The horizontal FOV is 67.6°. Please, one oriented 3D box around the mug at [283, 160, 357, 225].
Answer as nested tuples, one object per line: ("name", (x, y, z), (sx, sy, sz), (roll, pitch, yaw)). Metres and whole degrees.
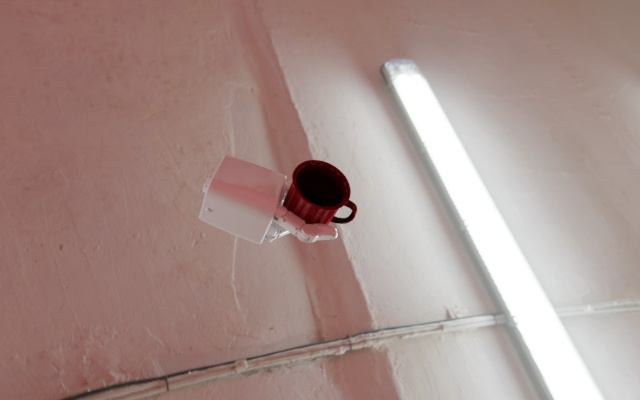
("mug", (0.001, 0.003, 0.743), (0.117, 0.093, 0.081), (22, -40, -7))
